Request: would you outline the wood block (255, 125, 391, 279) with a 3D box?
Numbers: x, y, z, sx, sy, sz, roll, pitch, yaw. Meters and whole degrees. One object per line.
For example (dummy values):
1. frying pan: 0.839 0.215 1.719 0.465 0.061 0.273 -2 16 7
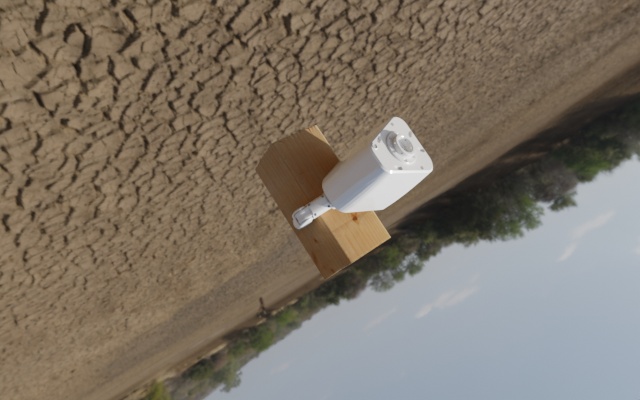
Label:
1. wood block: 0.000 0.002 0.731 0.091 0.206 0.090 -28 -9 -33
